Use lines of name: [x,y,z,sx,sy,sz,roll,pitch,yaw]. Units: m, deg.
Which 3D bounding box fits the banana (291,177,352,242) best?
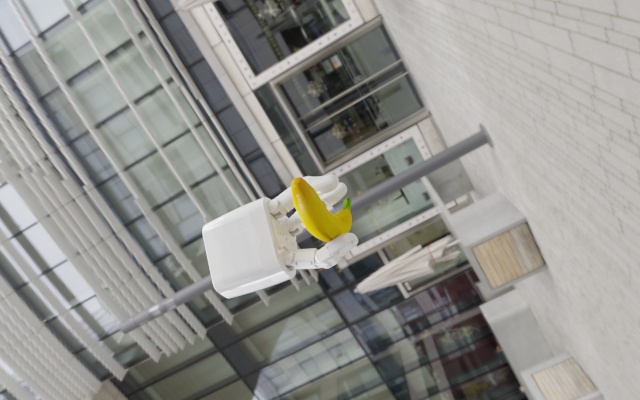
banana: [0.005,0.020,0.629,0.037,0.069,0.198,-15,-12,17]
